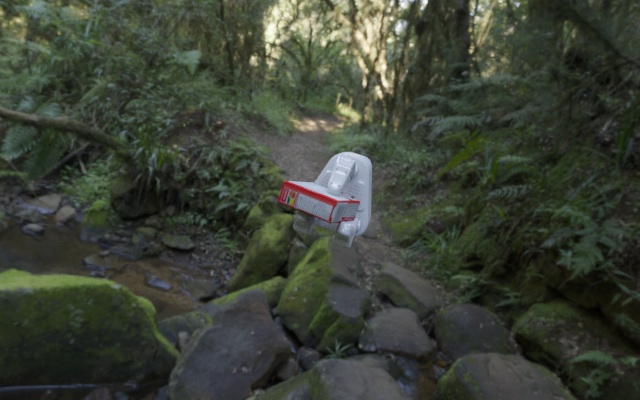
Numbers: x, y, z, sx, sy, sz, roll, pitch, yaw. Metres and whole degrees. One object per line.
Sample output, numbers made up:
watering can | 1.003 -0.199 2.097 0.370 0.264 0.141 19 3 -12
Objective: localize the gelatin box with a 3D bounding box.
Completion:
gelatin box | 0.000 0.001 0.586 0.073 0.030 0.089 22 8 20
